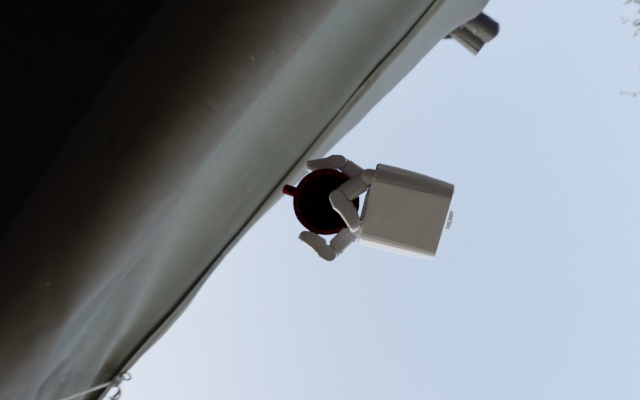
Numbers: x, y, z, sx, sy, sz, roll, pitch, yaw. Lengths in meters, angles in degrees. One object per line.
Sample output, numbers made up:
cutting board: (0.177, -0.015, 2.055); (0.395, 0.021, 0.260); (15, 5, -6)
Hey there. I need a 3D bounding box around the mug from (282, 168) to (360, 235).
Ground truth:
mug: (-0.001, 0.002, 0.699); (0.117, 0.093, 0.081); (16, -4, 7)
